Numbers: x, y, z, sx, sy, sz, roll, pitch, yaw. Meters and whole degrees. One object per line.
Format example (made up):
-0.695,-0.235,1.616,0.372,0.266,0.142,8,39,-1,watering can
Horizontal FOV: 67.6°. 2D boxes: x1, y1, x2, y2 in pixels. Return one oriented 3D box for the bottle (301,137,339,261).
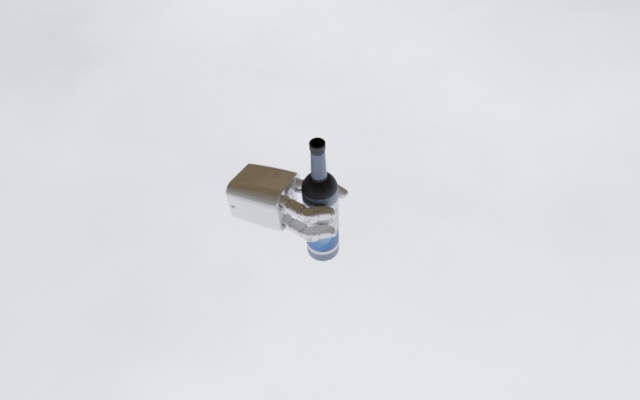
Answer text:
0.000,0.003,0.878,0.069,0.069,0.296,0,-41,3,bottle
